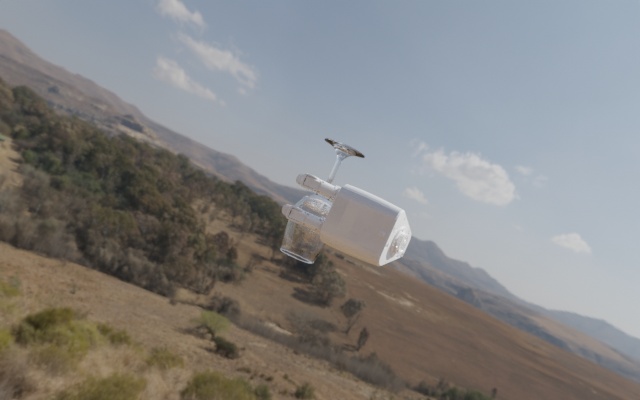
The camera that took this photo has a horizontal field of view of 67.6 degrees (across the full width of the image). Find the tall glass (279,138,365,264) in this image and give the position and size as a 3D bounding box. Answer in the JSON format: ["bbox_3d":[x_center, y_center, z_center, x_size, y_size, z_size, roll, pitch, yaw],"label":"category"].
[{"bbox_3d":[0.000,0.002,0.796,0.079,0.201,0.079,24,-1,0],"label":"tall glass"}]
